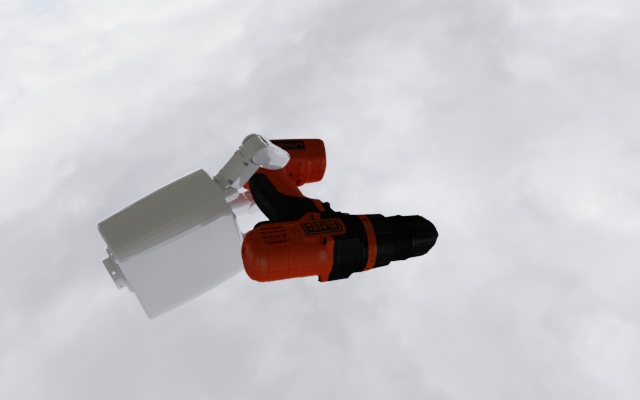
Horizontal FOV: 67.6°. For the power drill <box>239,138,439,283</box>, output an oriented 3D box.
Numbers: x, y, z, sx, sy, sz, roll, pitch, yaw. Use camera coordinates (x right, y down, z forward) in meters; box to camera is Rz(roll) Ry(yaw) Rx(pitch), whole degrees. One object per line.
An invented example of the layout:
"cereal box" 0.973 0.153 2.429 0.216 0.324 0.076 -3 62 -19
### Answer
"power drill" 0.000 0.001 0.477 0.184 0.057 0.187 -4 33 -21
